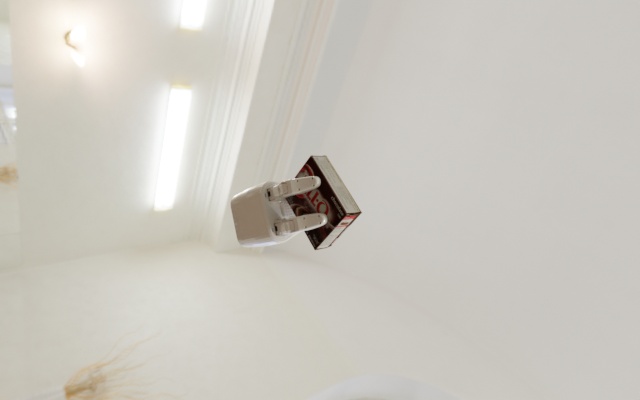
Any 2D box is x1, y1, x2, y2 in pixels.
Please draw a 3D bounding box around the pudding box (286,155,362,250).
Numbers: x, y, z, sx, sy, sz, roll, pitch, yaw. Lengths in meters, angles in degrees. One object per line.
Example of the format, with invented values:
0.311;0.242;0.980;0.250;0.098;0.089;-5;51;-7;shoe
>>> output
0.000;0.002;0.712;0.039;0.113;0.090;-9;-32;-44;pudding box
